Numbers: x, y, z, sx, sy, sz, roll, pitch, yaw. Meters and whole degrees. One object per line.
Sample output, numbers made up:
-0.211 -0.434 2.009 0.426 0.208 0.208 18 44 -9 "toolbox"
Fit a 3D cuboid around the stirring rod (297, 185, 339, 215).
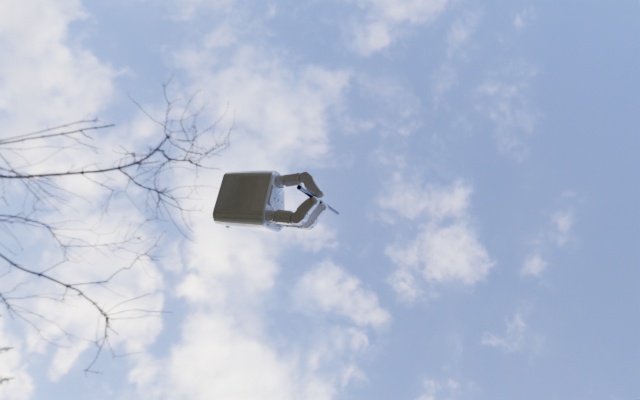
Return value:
0.000 0.003 0.883 0.011 0.011 0.239 0 -12 17 "stirring rod"
